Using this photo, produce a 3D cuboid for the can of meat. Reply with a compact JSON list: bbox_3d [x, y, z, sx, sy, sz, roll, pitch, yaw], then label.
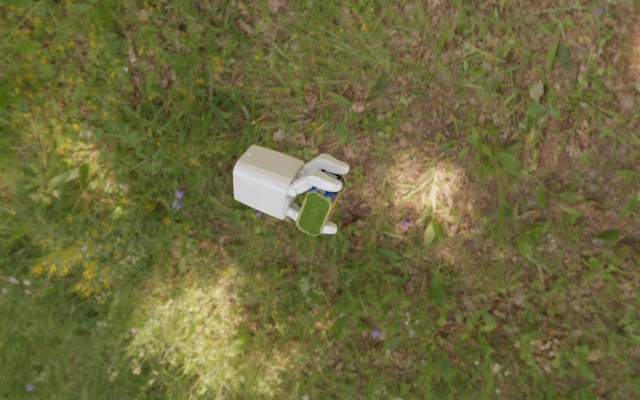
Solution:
[{"bbox_3d":[0.000,0.003,0.871,0.057,0.102,0.084,25,39,4],"label":"can of meat"}]
